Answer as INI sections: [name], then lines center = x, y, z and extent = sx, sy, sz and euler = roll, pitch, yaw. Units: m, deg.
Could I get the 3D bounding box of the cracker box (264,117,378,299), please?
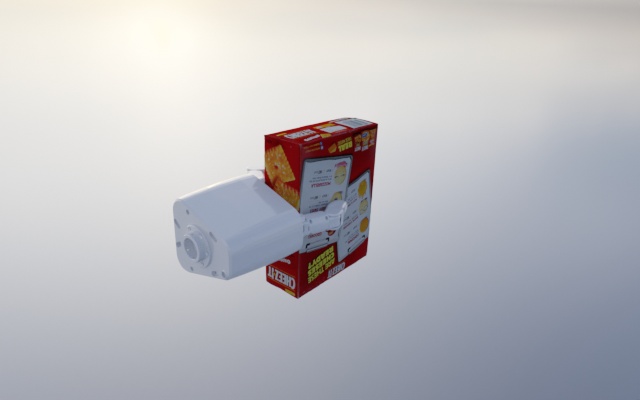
[cracker box]
center = 0.000, 0.002, 0.663
extent = 0.072, 0.214, 0.164
euler = 21, 29, 35
